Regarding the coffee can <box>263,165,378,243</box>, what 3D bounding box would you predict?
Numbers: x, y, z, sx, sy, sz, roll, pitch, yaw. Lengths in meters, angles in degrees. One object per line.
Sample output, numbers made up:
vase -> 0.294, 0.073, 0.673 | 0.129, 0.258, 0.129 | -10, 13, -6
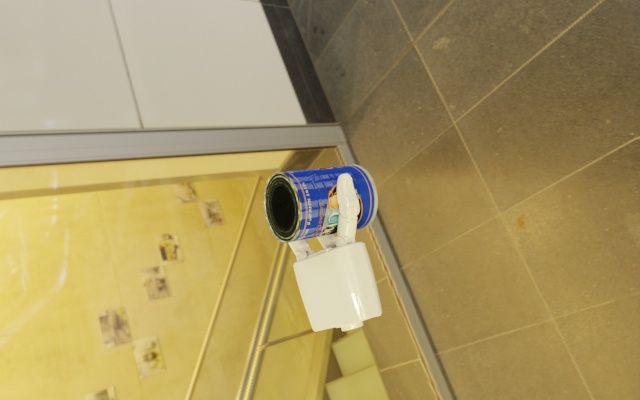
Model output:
coffee can -> 0.000, 0.002, 0.715 | 0.140, 0.103, 0.103 | -8, 4, -35
